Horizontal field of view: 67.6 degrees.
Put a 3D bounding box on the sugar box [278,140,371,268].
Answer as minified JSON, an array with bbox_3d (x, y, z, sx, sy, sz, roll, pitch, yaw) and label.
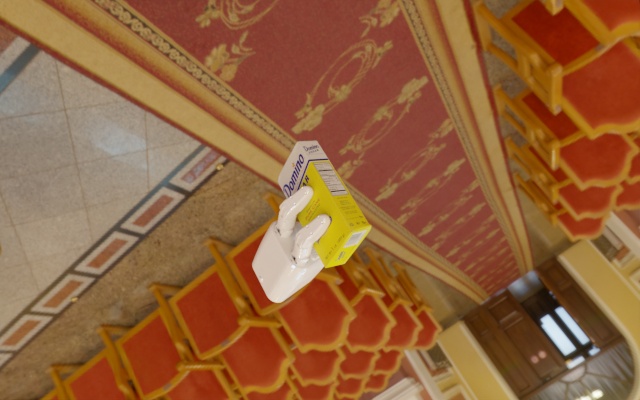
[{"bbox_3d":[0.000,0.003,0.722,0.048,0.176,0.093,-10,-35,-39],"label":"sugar box"}]
